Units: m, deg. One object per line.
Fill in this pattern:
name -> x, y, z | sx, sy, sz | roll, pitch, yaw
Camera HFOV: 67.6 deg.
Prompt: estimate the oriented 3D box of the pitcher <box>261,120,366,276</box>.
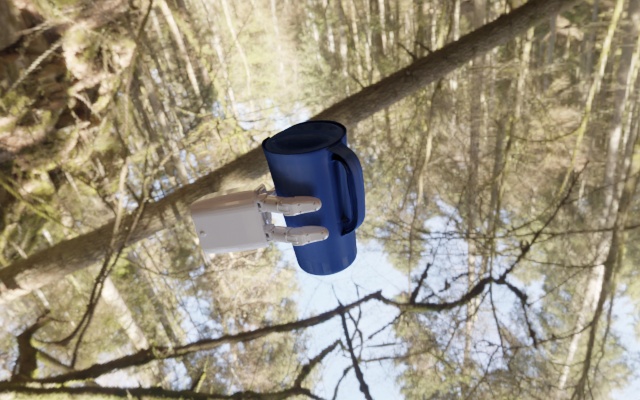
pitcher -> 0.000, 0.003, 0.778 | 0.145, 0.243, 0.149 | -9, 28, 4
